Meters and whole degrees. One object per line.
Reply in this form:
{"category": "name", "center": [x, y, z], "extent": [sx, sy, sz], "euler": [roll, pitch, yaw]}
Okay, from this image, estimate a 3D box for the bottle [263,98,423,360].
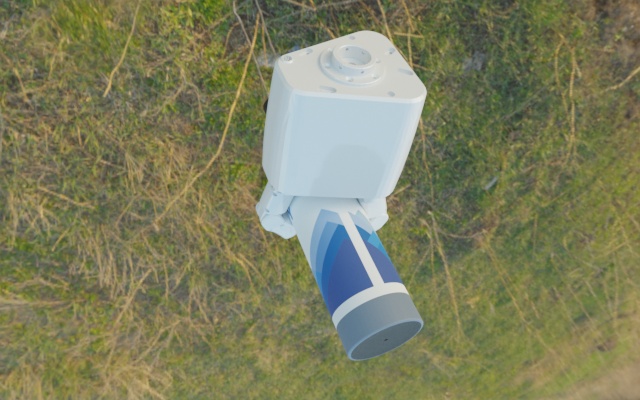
{"category": "bottle", "center": [0.000, 0.002, 0.462], "extent": [0.069, 0.295, 0.069], "euler": [-17, -35, -12]}
